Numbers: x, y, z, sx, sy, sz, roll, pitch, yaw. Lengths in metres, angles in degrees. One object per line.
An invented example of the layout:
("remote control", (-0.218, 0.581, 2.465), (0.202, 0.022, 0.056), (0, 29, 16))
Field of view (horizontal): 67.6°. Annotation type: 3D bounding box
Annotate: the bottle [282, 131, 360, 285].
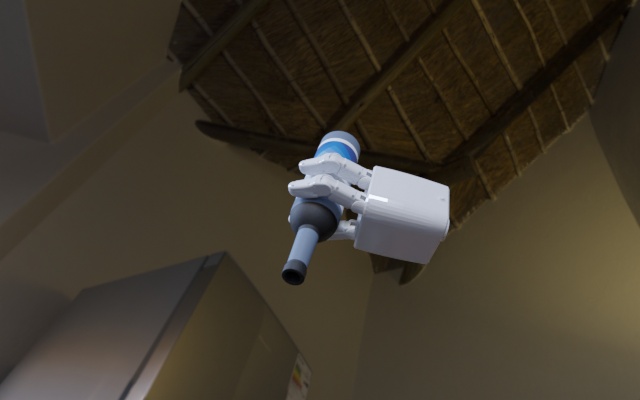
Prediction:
("bottle", (0.000, 0.002, 0.662), (0.069, 0.069, 0.295), (0, 36, 16))
